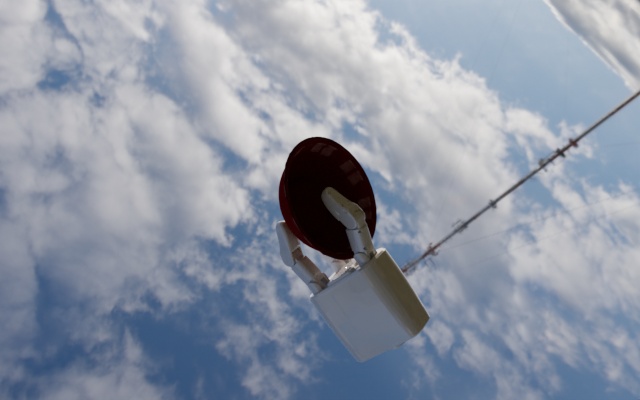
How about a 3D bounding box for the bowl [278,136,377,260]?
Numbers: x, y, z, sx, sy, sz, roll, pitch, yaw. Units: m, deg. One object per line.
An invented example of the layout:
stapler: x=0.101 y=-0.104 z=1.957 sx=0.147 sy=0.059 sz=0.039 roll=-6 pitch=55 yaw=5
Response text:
bowl: x=-0.001 y=0.001 z=0.617 sx=0.162 sy=0.162 sz=0.055 roll=0 pitch=-16 yaw=-45
